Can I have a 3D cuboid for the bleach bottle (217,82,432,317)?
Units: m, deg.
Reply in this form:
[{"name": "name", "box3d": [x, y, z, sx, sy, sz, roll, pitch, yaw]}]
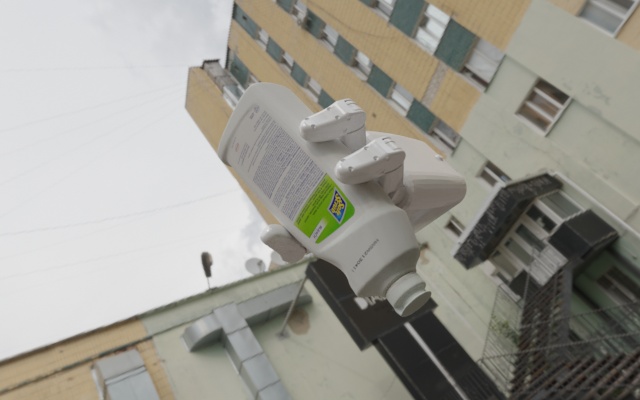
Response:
[{"name": "bleach bottle", "box3d": [0.000, 0.001, 0.425, 0.068, 0.103, 0.250, -2, 43, -45]}]
